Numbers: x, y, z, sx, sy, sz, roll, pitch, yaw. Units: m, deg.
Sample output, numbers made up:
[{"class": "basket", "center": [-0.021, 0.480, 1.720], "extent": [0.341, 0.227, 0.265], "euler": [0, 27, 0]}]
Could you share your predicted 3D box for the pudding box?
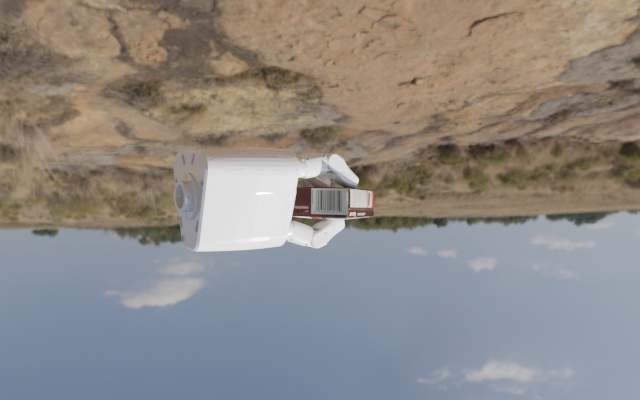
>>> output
[{"class": "pudding box", "center": [0.000, 0.002, 0.594], "extent": [0.113, 0.039, 0.090], "euler": [3, 2, 26]}]
